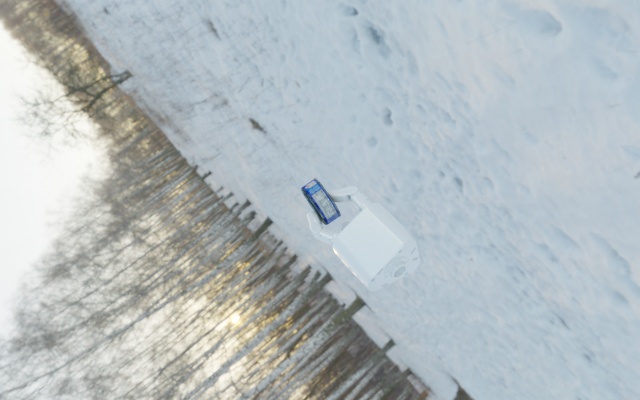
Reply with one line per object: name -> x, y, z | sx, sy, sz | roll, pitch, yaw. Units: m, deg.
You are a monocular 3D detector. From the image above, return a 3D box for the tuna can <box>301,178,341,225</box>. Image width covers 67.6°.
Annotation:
tuna can -> 0.000, 0.003, 0.882 | 0.034, 0.086, 0.086 | -34, 4, -6
